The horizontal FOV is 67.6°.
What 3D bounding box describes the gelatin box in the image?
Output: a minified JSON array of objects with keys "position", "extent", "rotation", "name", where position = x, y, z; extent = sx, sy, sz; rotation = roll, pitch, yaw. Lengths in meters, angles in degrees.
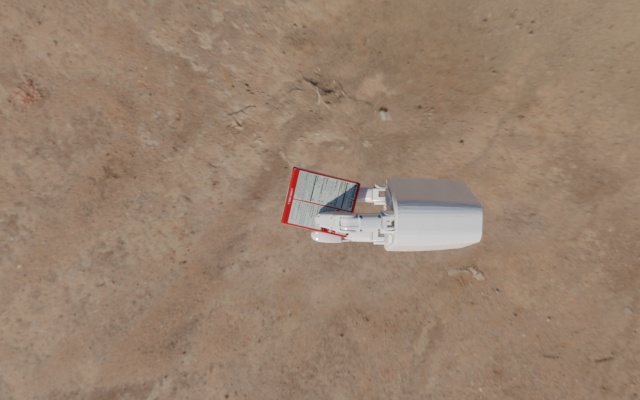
[{"position":[0.000,0.002,0.614],"extent":[0.089,0.073,0.030],"rotation":[13,6,-6],"name":"gelatin box"}]
